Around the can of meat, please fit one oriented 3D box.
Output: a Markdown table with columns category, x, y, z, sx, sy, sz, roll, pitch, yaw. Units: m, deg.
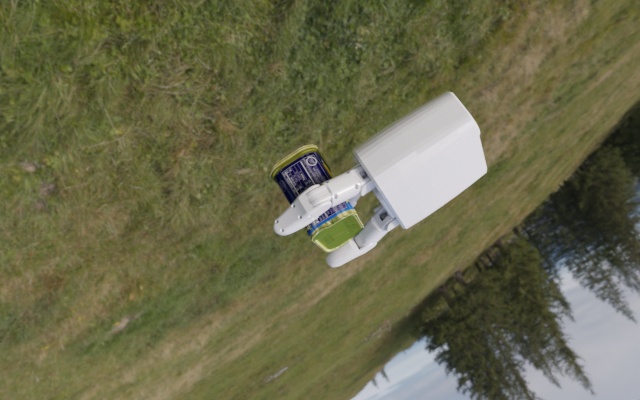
| category | x | y | z | sx | sy | sz | roll | pitch | yaw |
| --- | --- | --- | --- | --- | --- | --- | --- | --- | --- |
| can of meat | 0.000 | 0.002 | 0.501 | 0.057 | 0.084 | 0.102 | -33 | -19 | 3 |
